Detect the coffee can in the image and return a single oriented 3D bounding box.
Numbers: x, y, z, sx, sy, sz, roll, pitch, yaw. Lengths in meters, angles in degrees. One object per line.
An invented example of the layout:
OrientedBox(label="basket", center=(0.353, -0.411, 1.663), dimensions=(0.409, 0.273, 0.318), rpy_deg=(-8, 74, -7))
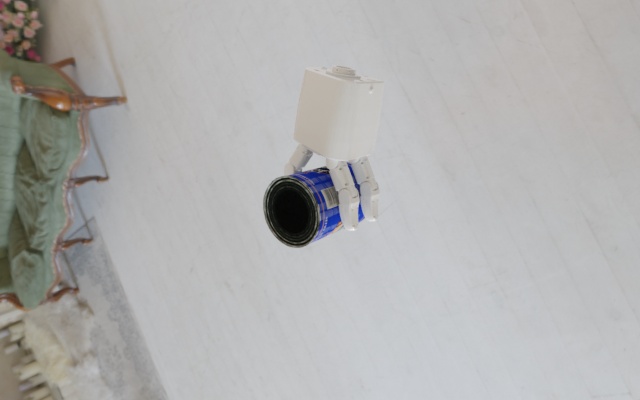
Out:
OrientedBox(label="coffee can", center=(0.000, 0.002, 0.707), dimensions=(0.103, 0.103, 0.140), rpy_deg=(0, 12, 38))
